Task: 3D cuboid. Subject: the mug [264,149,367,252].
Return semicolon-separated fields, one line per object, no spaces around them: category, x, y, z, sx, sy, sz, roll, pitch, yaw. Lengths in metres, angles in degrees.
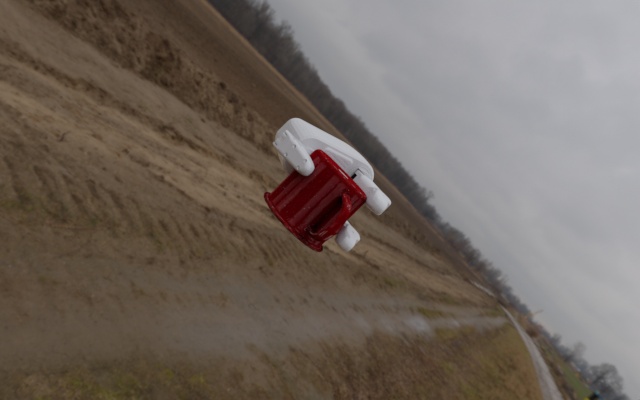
mug;0.001;0.002;0.525;0.093;0.081;0.117;42;8;-26
